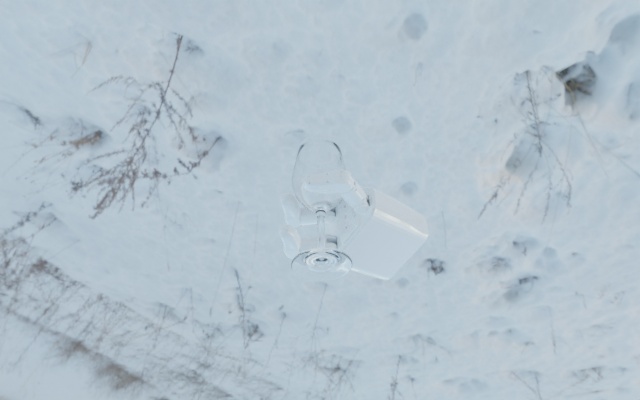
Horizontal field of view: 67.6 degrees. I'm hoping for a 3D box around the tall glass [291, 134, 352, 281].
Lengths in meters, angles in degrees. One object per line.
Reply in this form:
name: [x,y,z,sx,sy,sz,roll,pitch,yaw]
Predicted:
tall glass: [0.000,0.003,0.638,0.079,0.200,0.079,-1,-39,-1]
